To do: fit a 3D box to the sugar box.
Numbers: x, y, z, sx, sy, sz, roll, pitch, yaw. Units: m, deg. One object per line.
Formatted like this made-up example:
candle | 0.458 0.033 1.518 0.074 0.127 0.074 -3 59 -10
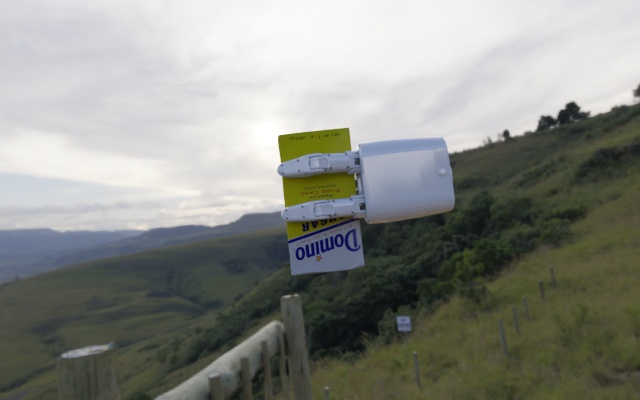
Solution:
sugar box | 0.000 0.002 0.603 0.093 0.176 0.048 -7 -6 -1
